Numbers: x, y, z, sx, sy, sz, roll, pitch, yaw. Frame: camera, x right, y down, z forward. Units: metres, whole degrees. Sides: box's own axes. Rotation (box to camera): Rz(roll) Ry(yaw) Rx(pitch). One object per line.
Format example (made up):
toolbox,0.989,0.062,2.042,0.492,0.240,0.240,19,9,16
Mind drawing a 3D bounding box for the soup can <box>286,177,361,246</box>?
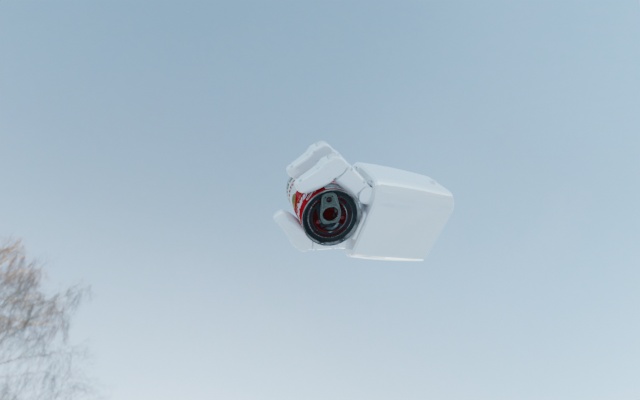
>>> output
soup can,0.000,0.002,0.574,0.068,0.068,0.102,0,21,-15
